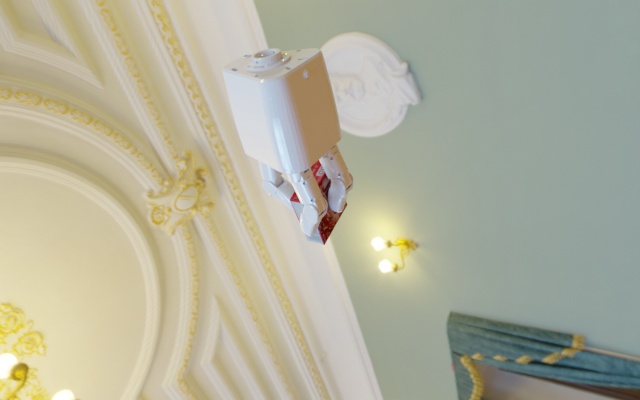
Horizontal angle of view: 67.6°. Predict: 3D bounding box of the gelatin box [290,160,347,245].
[{"bbox_3d":[0.000,0.002,0.617,0.030,0.073,0.089,12,-36,28],"label":"gelatin box"}]
